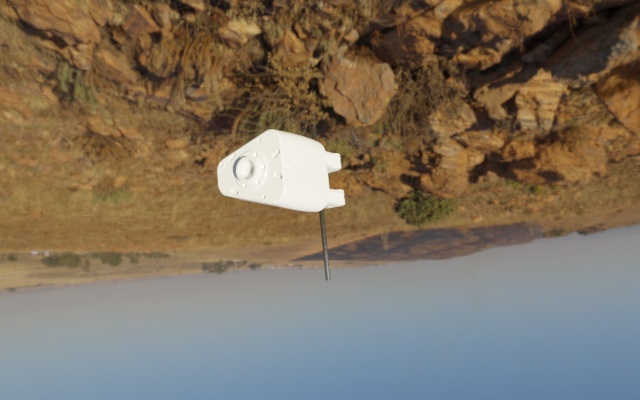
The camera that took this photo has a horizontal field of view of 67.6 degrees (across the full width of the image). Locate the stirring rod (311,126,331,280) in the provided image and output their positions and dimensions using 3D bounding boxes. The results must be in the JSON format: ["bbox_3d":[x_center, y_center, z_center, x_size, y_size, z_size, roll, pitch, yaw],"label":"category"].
[{"bbox_3d":[0.000,0.002,0.741,0.011,0.239,0.011,-6,-8,-1],"label":"stirring rod"}]
